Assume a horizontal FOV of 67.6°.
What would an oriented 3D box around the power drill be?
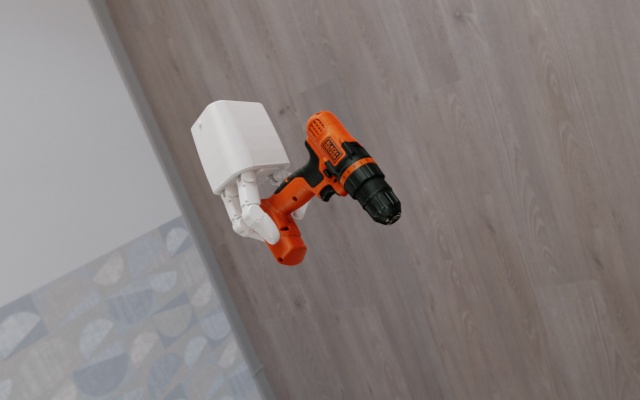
[{"bbox_3d":[0.000,0.002,0.638,0.188,0.184,0.057,-46,-30,22],"label":"power drill"}]
